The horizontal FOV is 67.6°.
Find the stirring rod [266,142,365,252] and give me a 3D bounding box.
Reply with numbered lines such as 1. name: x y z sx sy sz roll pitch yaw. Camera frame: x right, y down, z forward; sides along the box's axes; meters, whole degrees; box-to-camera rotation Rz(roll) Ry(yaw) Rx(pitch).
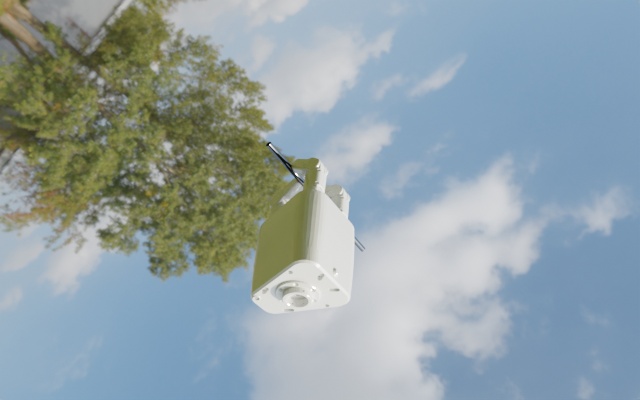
1. stirring rod: 0.000 0.002 0.674 0.011 0.011 0.240 0 -38 44
